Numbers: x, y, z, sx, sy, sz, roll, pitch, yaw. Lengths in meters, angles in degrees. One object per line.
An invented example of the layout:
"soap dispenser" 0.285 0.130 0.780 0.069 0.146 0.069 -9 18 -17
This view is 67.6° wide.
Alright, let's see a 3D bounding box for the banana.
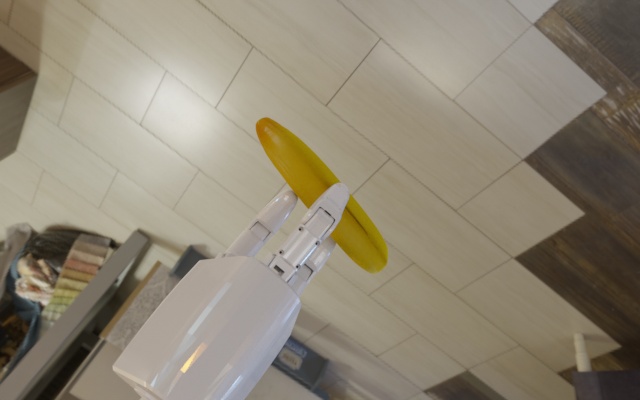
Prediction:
"banana" 0.010 0.008 0.433 0.037 0.198 0.069 -44 27 -11
